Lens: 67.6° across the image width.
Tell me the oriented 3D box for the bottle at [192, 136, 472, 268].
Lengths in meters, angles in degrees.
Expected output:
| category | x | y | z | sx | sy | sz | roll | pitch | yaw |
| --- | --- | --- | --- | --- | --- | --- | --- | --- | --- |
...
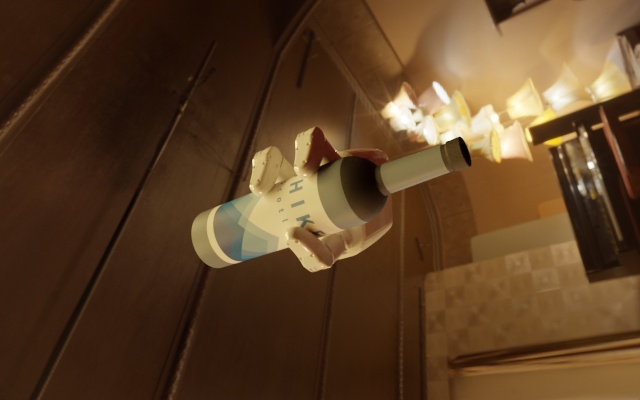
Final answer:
| category | x | y | z | sx | sy | sz | roll | pitch | yaw |
| --- | --- | --- | --- | --- | --- | --- | --- | --- | --- |
| bottle | 0.000 | 0.002 | 0.470 | 0.296 | 0.069 | 0.069 | -19 | -10 | 29 |
